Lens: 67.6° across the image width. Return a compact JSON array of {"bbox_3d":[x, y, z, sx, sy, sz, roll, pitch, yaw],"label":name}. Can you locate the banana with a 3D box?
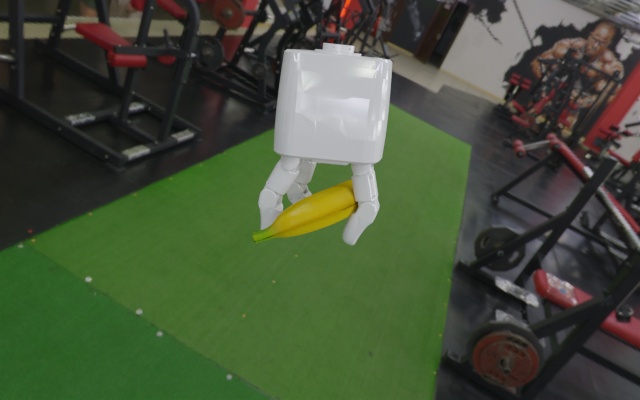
[{"bbox_3d":[0.012,0.002,0.545,0.069,0.037,0.197,-3,13,41],"label":"banana"}]
